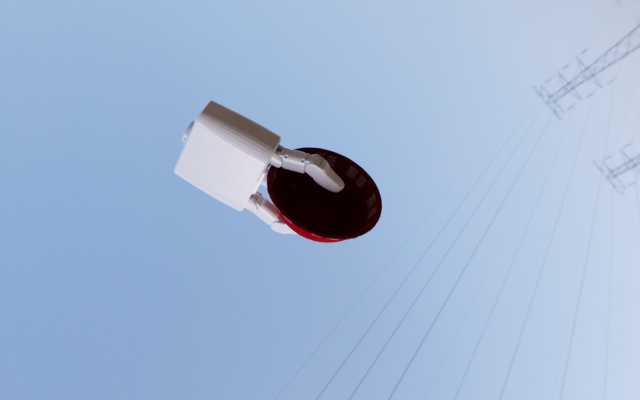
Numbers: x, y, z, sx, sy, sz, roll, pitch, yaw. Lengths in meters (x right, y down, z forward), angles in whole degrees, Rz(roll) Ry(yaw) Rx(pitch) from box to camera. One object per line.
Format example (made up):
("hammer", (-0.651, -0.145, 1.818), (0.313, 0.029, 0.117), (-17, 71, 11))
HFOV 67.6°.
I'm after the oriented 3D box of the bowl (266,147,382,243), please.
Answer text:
("bowl", (0.001, 0.003, 0.653), (0.162, 0.162, 0.055), (0, -40, -22))
